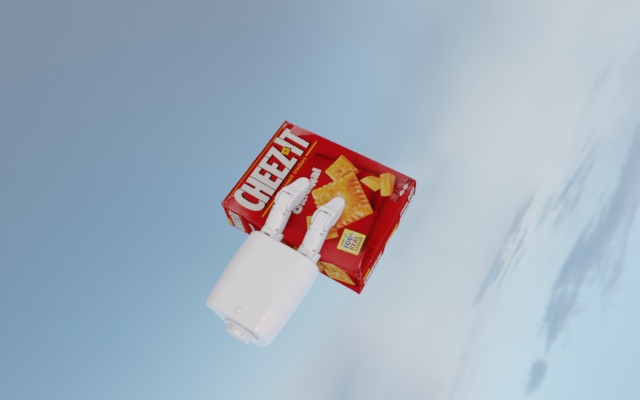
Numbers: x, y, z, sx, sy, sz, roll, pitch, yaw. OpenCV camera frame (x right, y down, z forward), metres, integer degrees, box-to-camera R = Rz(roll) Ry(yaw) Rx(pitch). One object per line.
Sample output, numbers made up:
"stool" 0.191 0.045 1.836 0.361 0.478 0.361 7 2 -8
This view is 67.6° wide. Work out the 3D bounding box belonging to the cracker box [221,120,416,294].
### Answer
"cracker box" 0.000 0.002 0.655 0.213 0.164 0.072 27 -24 16
